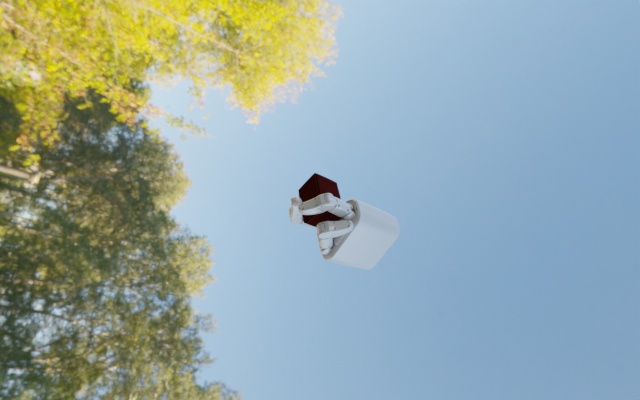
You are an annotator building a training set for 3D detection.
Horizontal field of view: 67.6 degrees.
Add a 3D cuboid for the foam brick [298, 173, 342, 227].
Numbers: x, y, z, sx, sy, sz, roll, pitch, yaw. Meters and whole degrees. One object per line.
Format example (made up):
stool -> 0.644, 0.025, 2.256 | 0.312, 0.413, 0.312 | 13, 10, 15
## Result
foam brick -> 0.000, 0.002, 0.834 | 0.051, 0.078, 0.053 | 20, -47, -34
